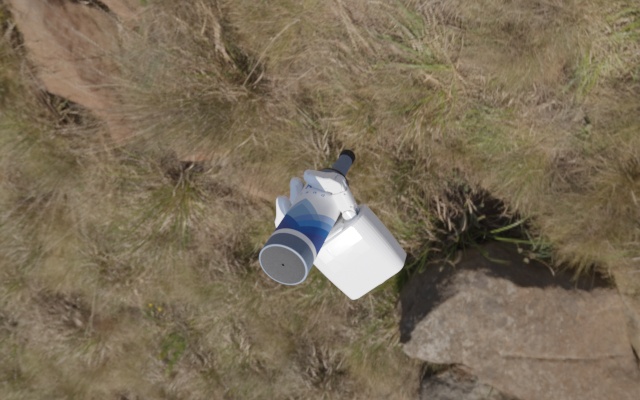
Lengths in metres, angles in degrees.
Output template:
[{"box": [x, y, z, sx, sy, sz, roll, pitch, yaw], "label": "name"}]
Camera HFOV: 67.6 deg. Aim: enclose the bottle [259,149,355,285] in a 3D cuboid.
[{"box": [0.000, 0.002, 0.715, 0.069, 0.069, 0.295, 0, 33, 23], "label": "bottle"}]
